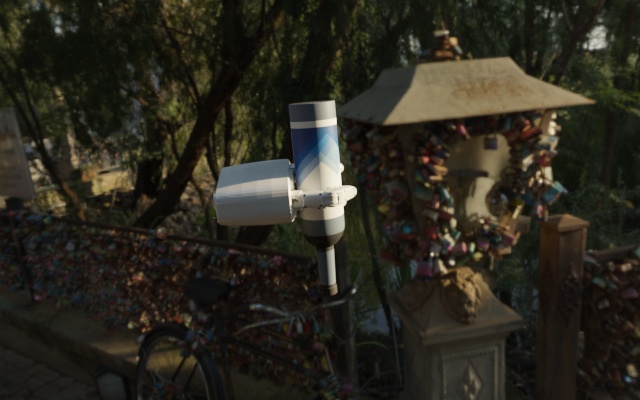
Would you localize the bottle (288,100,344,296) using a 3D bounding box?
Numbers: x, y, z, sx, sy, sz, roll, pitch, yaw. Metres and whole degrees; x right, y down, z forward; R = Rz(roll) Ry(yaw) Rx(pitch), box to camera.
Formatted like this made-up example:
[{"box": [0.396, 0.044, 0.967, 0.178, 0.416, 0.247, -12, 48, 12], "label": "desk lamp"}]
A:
[{"box": [0.000, 0.002, 0.716, 0.069, 0.296, 0.069, -5, 14, 1], "label": "bottle"}]
